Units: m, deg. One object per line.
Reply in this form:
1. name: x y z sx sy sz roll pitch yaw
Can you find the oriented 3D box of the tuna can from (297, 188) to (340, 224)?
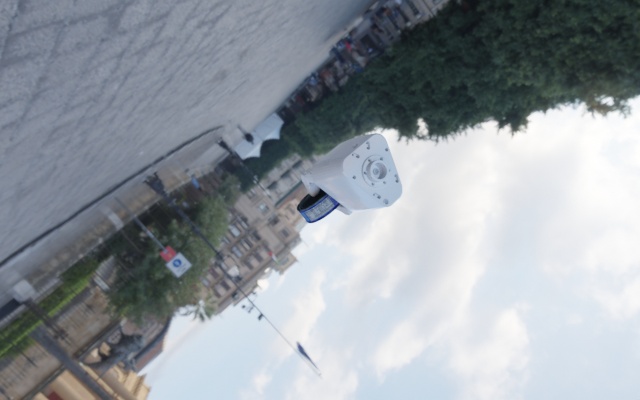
1. tuna can: 0.000 0.003 0.870 0.086 0.034 0.086 -34 16 11
